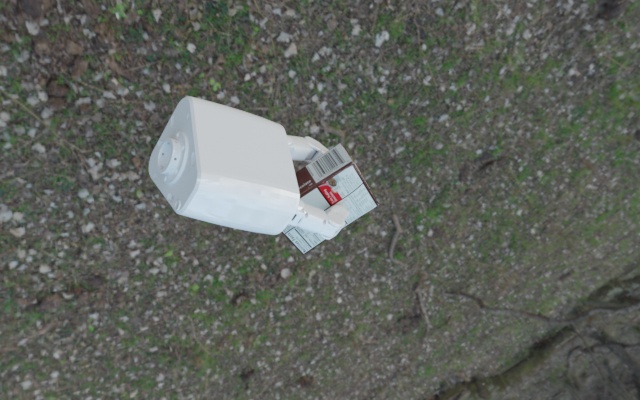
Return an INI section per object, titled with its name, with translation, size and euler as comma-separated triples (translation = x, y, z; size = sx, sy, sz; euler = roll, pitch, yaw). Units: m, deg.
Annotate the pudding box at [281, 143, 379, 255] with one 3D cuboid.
[pudding box]
translation = 0.000, 0.002, 0.542
size = 0.113, 0.039, 0.090
euler = -32, -41, 4
